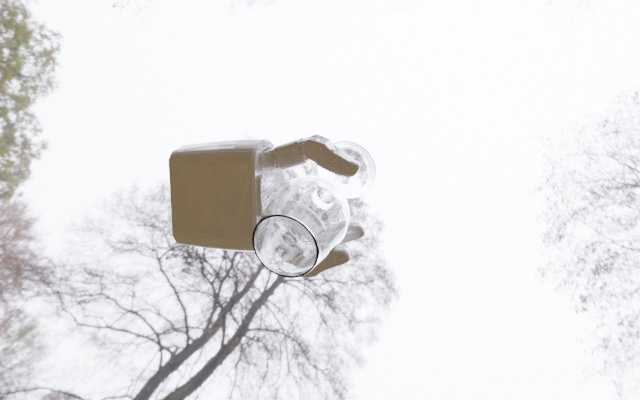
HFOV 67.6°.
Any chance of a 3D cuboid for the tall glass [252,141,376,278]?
[{"bbox_3d":[0.000,0.001,0.494,0.079,0.079,0.201,0,23,19],"label":"tall glass"}]
